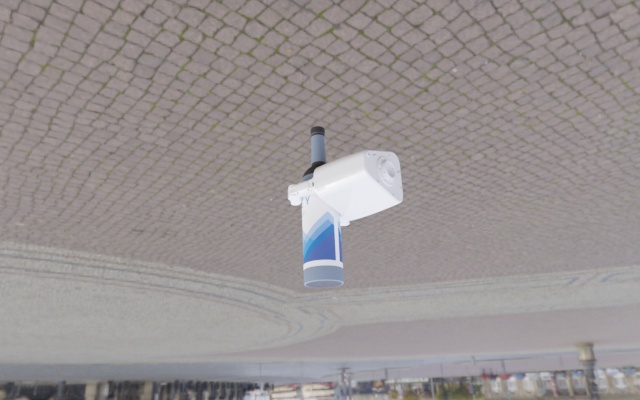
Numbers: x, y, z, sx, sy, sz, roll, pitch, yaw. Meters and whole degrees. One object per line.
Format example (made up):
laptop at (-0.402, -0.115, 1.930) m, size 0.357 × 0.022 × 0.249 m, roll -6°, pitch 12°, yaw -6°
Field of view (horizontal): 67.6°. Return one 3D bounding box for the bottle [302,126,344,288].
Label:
bottle at (0.000, 0.003, 0.850) m, size 0.069 × 0.295 × 0.069 m, roll -2°, pitch -21°, yaw -1°
